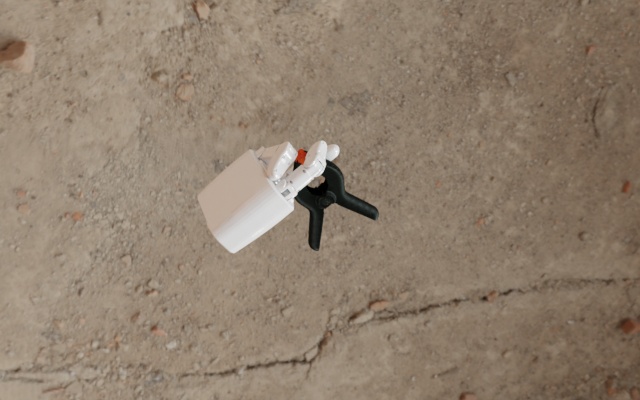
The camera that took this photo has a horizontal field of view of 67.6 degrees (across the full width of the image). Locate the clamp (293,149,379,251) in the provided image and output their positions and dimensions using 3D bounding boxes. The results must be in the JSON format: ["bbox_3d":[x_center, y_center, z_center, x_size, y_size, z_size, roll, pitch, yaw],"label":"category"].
[{"bbox_3d":[0.000,0.002,0.714,0.120,0.171,0.039,-39,30,4],"label":"clamp"}]
